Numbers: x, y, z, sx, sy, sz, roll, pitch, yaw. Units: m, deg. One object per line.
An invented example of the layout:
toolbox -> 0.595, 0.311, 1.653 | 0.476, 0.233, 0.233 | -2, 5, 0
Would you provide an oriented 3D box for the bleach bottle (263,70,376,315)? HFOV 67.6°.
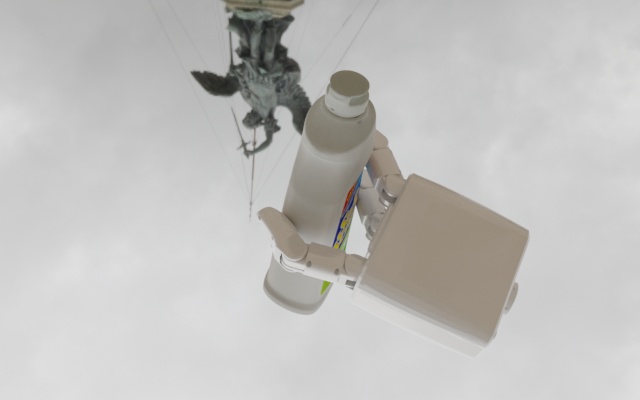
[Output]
bleach bottle -> 0.000, 0.001, 0.420 | 0.068, 0.102, 0.251 | 25, -37, 10
